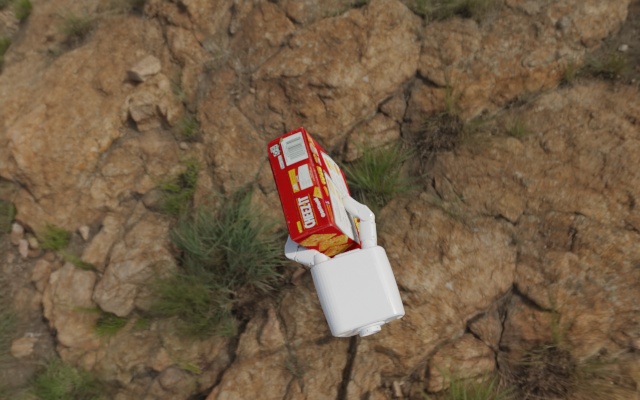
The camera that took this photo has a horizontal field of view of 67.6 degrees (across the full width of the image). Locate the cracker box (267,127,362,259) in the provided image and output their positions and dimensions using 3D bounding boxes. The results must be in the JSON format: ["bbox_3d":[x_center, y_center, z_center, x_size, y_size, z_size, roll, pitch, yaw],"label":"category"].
[{"bbox_3d":[0.000,0.002,0.776,0.072,0.164,0.214,-22,-22,13],"label":"cracker box"}]
